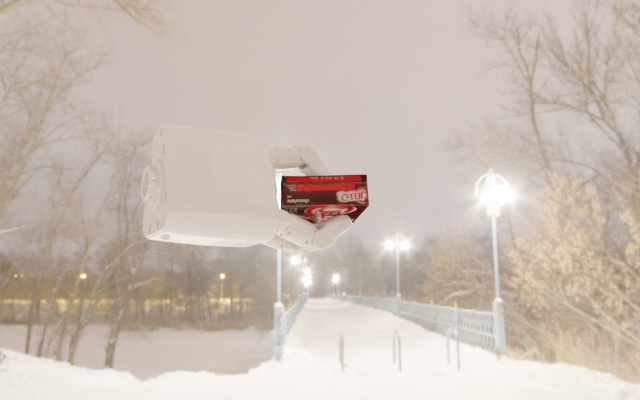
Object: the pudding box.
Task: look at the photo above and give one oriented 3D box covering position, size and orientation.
[{"bbox_3d":[0.000,0.002,0.530,0.090,0.039,0.113,0,-10,-5],"label":"pudding box"}]
